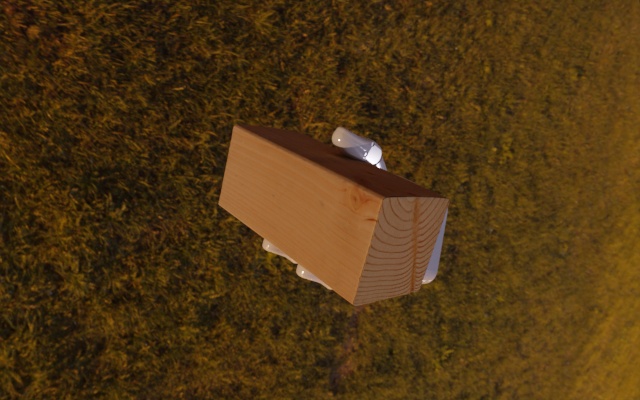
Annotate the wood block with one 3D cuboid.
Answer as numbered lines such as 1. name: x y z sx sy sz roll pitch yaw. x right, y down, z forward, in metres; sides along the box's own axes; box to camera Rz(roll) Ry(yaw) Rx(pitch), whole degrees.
1. wood block: 0.001 0.001 0.447 0.090 0.091 0.206 0 21 -44
